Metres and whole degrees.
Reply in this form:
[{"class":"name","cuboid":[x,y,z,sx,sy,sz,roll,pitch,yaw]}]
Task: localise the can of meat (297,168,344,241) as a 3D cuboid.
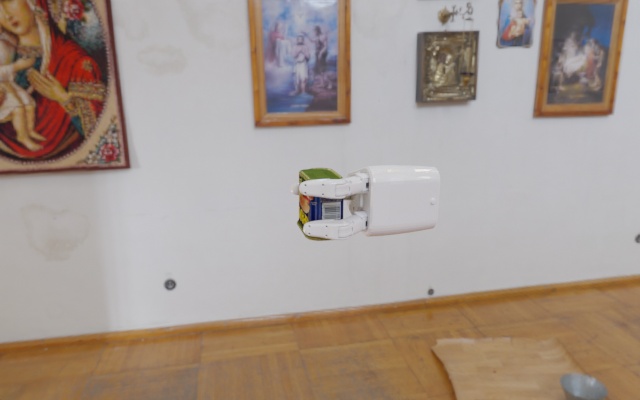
[{"class":"can of meat","cuboid":[0.000,0.002,0.684,0.057,0.084,0.102,-3,14,-13]}]
